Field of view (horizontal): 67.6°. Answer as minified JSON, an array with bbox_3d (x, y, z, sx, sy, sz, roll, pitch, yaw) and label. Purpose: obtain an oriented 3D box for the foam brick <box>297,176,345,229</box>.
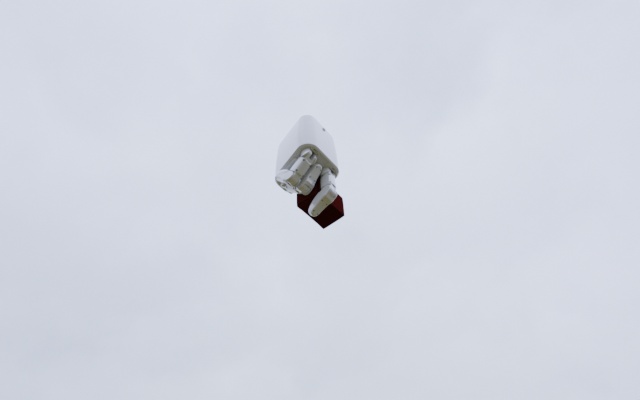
[{"bbox_3d":[0.000,0.003,0.874,0.053,0.051,0.078,-32,-54,22],"label":"foam brick"}]
